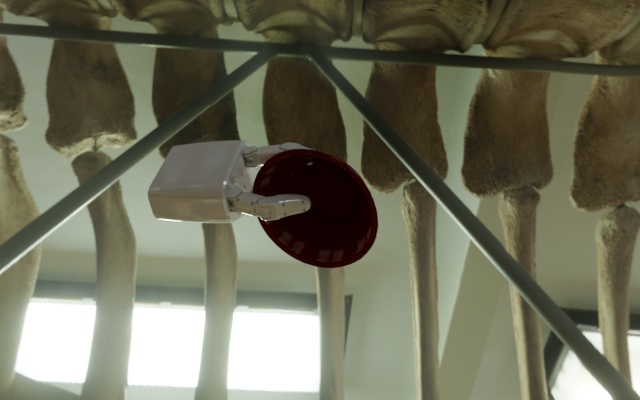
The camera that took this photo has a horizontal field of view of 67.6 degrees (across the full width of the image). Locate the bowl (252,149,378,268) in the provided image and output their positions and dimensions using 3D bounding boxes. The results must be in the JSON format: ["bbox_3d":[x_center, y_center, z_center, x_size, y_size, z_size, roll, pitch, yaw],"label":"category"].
[{"bbox_3d":[0.001,0.002,0.585,0.162,0.162,0.055,0,28,26],"label":"bowl"}]
